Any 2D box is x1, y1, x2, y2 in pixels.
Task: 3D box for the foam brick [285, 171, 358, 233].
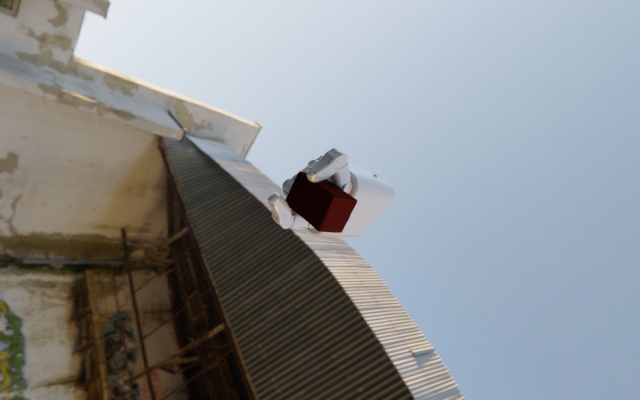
[{"bbox_3d":[0.000,0.002,0.643,0.051,0.053,0.078,10,21,-48],"label":"foam brick"}]
